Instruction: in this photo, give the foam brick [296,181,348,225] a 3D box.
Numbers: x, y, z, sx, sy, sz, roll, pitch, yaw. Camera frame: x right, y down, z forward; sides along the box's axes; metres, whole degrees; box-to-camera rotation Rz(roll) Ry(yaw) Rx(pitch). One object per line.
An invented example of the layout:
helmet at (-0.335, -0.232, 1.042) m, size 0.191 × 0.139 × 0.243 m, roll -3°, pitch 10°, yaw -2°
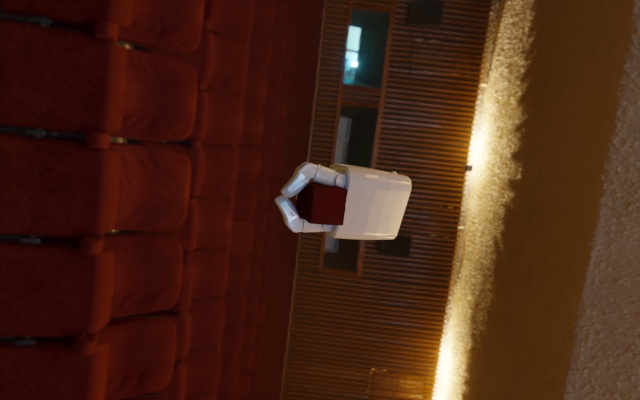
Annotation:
foam brick at (0.000, 0.002, 0.684) m, size 0.051 × 0.053 × 0.078 m, roll 5°, pitch 7°, yaw -18°
